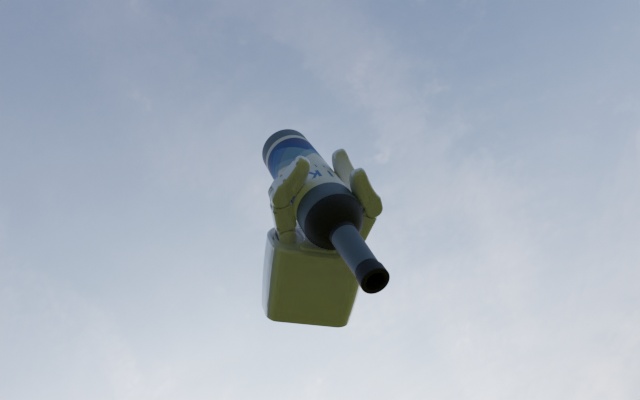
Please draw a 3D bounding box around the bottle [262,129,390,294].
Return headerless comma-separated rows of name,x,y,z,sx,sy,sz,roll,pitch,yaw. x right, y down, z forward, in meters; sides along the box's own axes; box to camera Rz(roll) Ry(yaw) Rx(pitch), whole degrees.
bottle,0.000,0.002,0.531,0.069,0.069,0.295,0,28,-21
